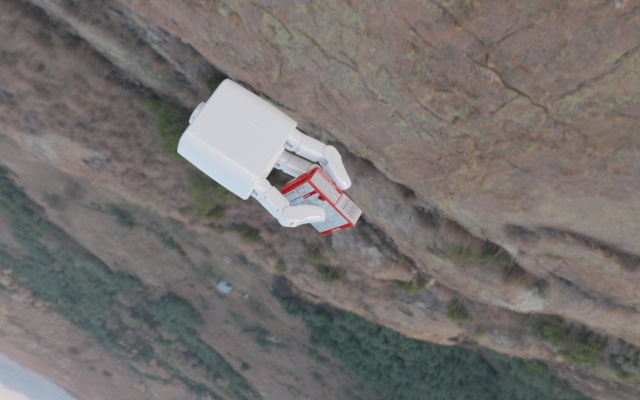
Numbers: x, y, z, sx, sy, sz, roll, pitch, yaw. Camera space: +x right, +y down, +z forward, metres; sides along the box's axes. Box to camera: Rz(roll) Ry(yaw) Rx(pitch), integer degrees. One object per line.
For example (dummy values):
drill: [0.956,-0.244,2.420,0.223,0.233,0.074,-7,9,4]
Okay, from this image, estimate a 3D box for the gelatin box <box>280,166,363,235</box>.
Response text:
gelatin box: [0.000,0.003,0.630,0.089,0.030,0.073,44,-33,-15]
